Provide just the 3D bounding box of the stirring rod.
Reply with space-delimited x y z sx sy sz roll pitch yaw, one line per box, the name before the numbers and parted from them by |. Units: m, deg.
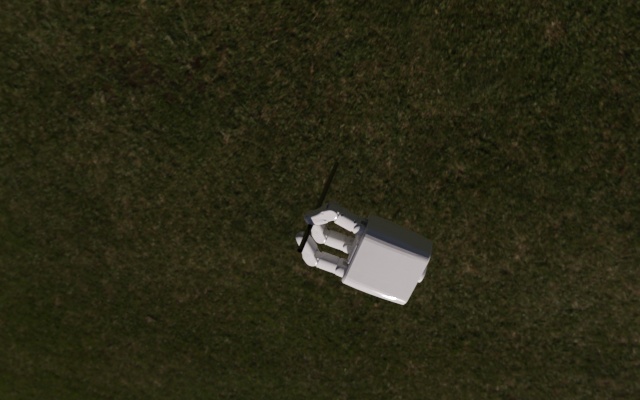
stirring rod | 0.000 0.003 0.789 0.011 0.011 0.239 0 36 18
